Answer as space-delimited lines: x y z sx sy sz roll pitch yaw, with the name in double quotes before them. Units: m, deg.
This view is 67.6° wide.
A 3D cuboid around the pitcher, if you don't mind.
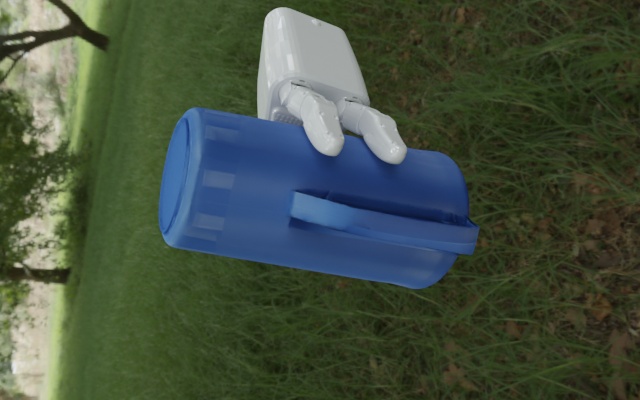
"pitcher" 0.000 0.001 0.402 0.243 0.145 0.149 10 -38 -27
